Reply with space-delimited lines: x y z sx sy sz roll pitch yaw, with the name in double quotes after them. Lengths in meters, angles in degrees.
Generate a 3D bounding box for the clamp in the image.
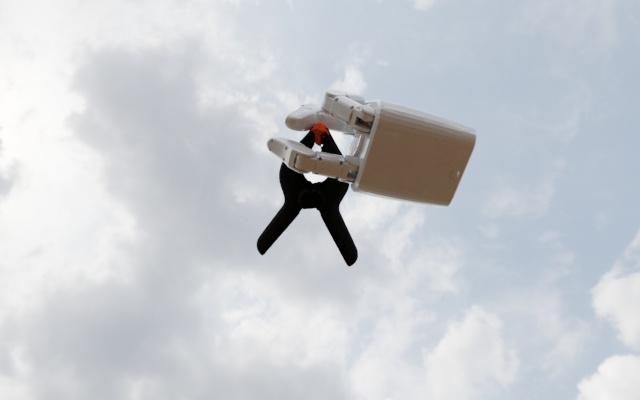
0.000 0.001 0.543 0.120 0.171 0.039 12 26 -7 "clamp"
